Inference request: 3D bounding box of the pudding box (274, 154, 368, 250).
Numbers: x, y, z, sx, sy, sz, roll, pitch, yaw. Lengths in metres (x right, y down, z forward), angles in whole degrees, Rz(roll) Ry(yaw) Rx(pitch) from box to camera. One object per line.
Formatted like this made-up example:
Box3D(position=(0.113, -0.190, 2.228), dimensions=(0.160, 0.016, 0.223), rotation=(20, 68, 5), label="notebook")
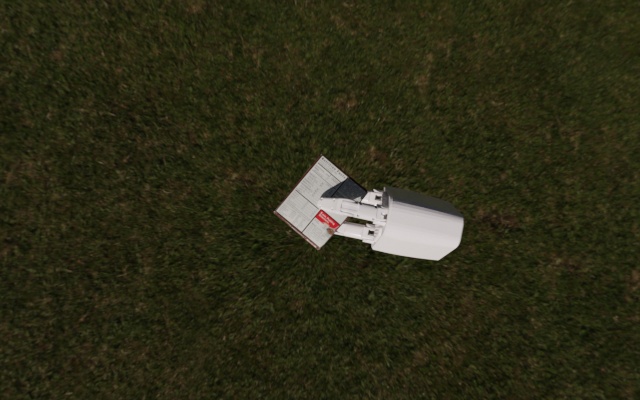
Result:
Box3D(position=(0.000, 0.002, 0.699), dimensions=(0.090, 0.113, 0.039), rotation=(40, -5, -1), label="pudding box")
